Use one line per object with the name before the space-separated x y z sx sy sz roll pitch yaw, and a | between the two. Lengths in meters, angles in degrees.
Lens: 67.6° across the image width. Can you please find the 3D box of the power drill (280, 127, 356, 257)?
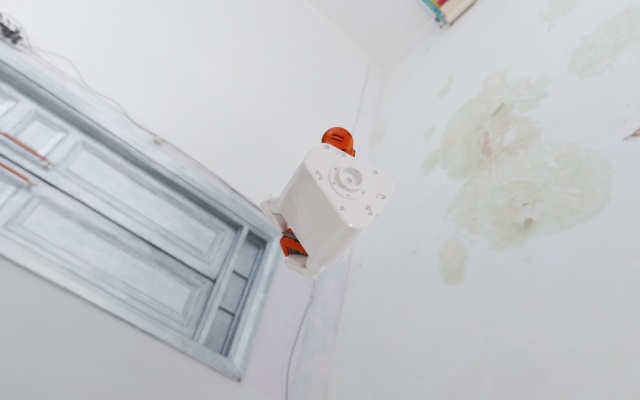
power drill | 0.000 0.003 0.720 0.057 0.187 0.184 17 -18 8
